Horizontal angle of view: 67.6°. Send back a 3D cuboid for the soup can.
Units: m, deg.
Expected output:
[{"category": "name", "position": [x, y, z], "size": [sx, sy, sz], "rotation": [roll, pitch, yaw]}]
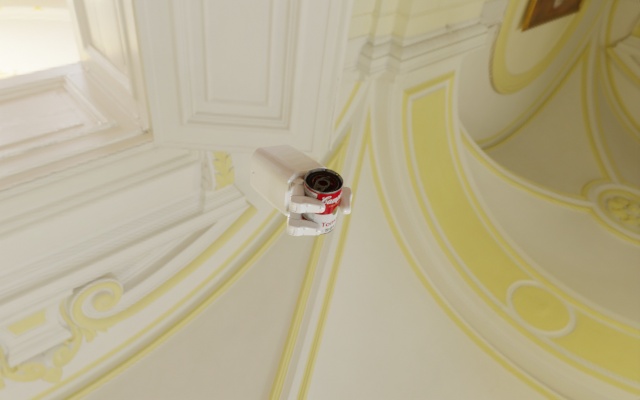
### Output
[{"category": "soup can", "position": [0.001, 0.003, 0.853], "size": [0.068, 0.102, 0.068], "rotation": [5, 41, -4]}]
